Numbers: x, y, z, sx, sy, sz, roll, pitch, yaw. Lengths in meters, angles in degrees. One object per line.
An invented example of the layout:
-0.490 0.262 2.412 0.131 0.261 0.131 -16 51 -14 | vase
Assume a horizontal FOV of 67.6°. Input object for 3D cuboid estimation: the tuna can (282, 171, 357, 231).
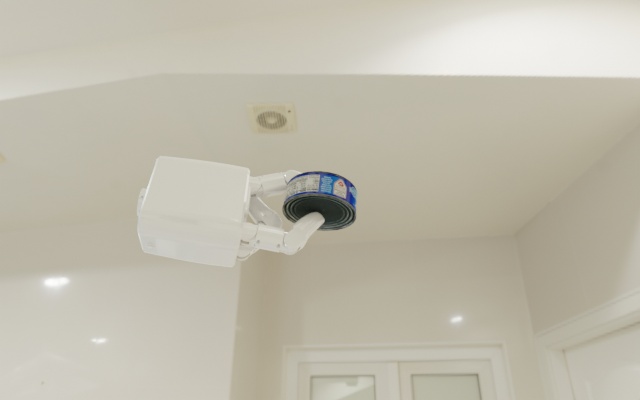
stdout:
0.000 0.001 0.557 0.086 0.033 0.086 5 -29 3 | tuna can
